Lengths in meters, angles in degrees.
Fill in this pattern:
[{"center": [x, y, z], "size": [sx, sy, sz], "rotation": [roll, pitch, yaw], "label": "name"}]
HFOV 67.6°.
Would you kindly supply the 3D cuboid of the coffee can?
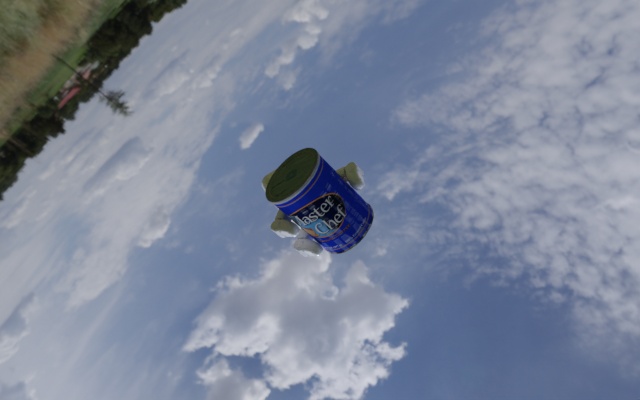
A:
[{"center": [0.000, 0.002, 0.736], "size": [0.140, 0.102, 0.103], "rotation": [43, -25, -30], "label": "coffee can"}]
